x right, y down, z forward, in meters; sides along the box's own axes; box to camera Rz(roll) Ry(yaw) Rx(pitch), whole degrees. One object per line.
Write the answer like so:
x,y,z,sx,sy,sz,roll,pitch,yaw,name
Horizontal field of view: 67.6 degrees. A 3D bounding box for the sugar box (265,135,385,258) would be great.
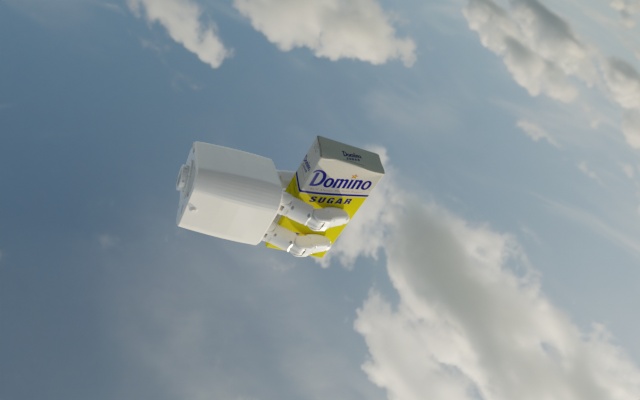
0.000,0.003,0.637,0.093,0.048,0.176,13,-47,-24,sugar box
